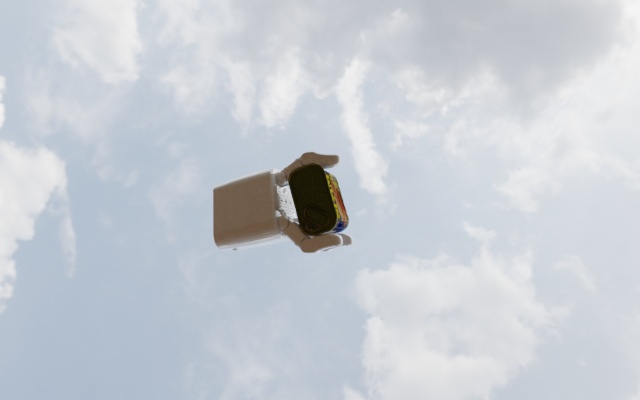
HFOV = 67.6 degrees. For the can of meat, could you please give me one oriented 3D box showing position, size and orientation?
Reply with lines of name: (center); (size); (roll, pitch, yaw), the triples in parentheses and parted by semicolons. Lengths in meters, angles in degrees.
can of meat: (0.000, 0.002, 0.714); (0.057, 0.102, 0.084); (-18, -11, 14)
